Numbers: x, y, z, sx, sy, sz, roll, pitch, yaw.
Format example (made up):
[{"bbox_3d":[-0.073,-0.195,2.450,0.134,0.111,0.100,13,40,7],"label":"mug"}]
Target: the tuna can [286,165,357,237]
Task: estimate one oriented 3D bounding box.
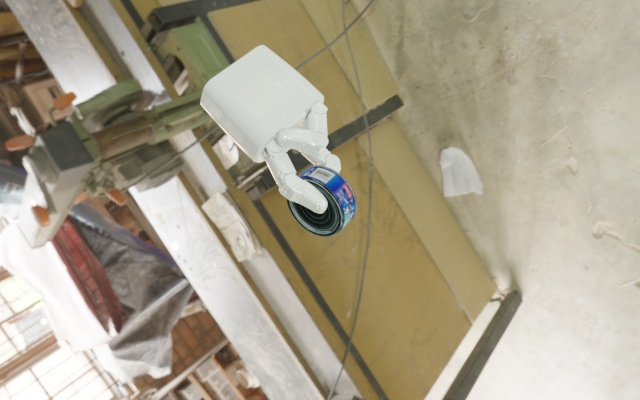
[{"bbox_3d":[0.000,0.002,0.589,0.086,0.086,0.033,0,30,40],"label":"tuna can"}]
